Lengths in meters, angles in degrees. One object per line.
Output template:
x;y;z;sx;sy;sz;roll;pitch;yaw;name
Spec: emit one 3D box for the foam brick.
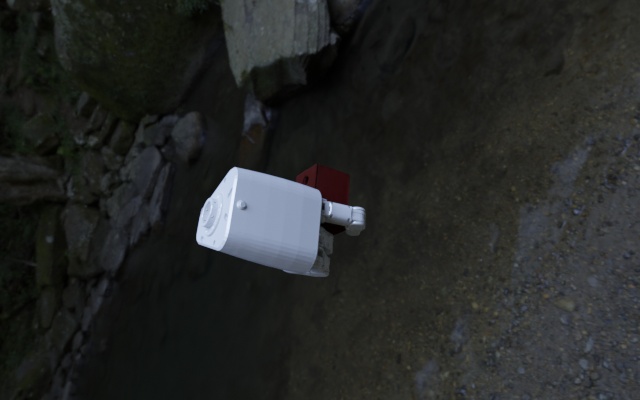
0.000;0.002;0.601;0.051;0.078;0.053;17;-25;-27;foam brick
